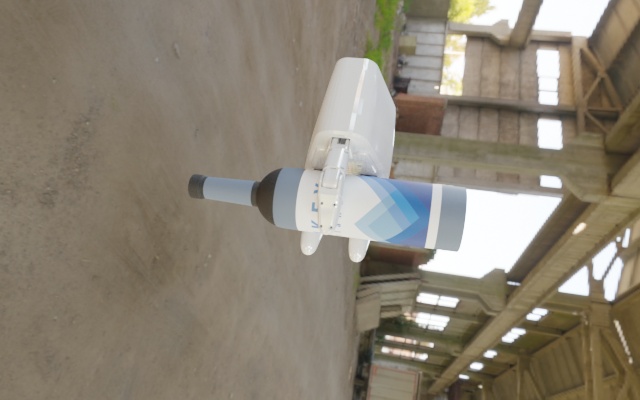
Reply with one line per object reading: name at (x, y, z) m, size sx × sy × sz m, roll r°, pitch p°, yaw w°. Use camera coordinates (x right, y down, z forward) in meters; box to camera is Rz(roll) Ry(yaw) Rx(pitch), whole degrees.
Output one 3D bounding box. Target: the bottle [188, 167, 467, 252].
bottle at (0.000, 0.002, 0.512) m, size 0.295 × 0.069 × 0.069 m, roll 7°, pitch 1°, yaw 10°
